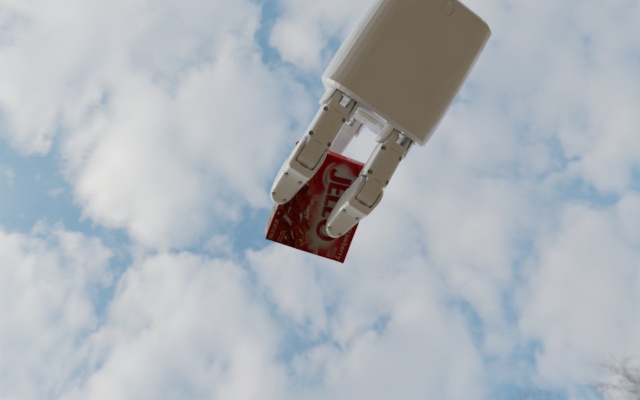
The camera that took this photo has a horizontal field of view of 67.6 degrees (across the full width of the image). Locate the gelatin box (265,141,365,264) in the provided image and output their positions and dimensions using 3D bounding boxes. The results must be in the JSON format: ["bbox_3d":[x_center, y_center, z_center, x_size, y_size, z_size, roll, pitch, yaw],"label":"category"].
[{"bbox_3d":[0.000,0.002,0.414,0.073,0.089,0.030,19,11,-11],"label":"gelatin box"}]
